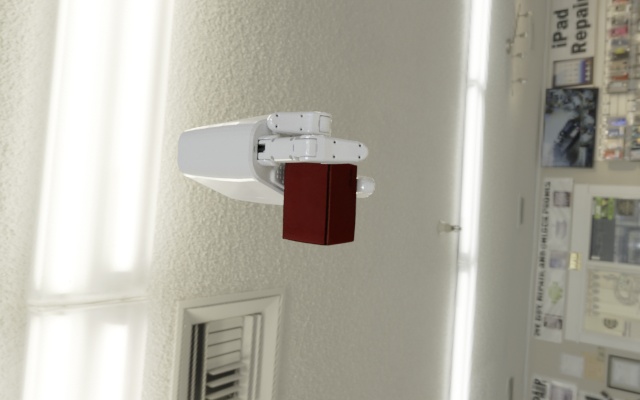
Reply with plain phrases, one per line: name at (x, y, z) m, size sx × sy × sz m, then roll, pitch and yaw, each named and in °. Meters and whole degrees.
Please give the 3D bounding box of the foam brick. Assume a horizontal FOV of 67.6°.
foam brick at (0.000, 0.002, 0.457) m, size 0.051 × 0.078 × 0.053 m, roll 2°, pitch -1°, yaw 32°
